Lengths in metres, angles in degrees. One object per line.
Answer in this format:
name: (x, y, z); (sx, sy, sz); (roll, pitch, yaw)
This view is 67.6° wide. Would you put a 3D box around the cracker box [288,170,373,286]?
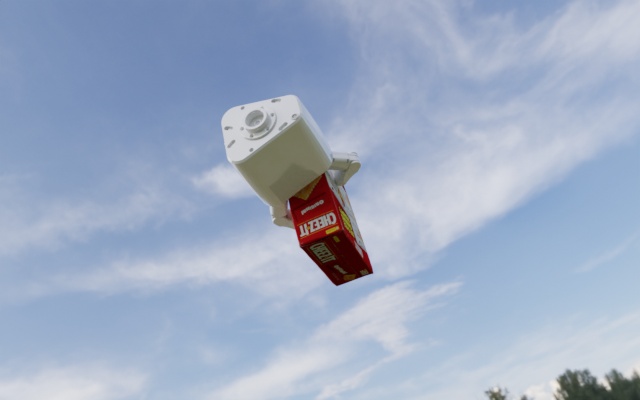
cracker box: (0.000, 0.002, 0.727); (0.072, 0.213, 0.164); (-23, -34, 9)
